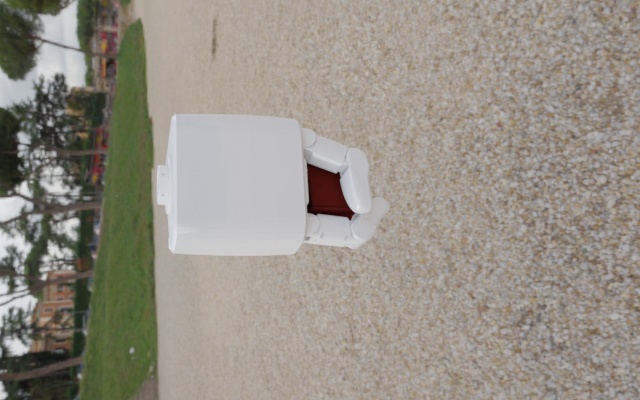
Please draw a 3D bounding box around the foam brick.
[{"bbox_3d":[0.000,0.002,0.464,0.051,0.053,0.078,1,-30,-21],"label":"foam brick"}]
